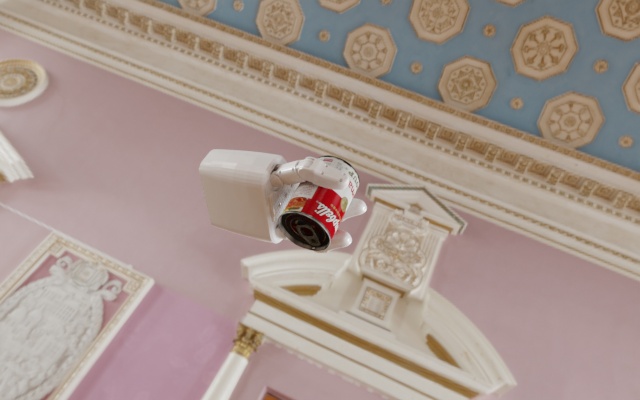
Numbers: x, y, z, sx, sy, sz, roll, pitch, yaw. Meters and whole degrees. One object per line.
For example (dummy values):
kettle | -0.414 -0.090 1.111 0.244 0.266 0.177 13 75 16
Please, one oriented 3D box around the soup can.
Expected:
soup can | 0.001 0.002 0.588 0.068 0.102 0.069 18 -37 15
